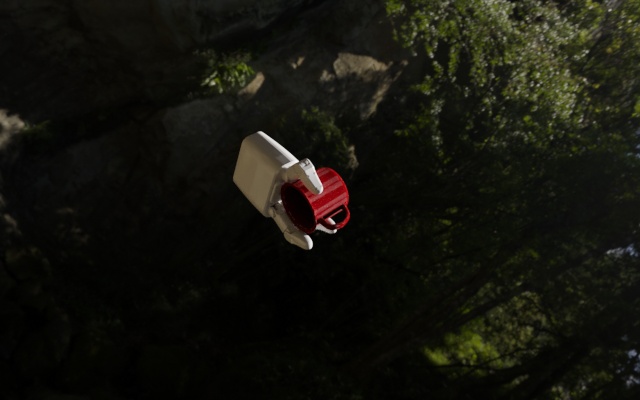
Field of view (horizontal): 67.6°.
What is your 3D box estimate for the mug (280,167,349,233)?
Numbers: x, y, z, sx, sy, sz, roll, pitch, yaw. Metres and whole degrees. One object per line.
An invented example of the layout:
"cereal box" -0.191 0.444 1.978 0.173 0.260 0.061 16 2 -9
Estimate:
"mug" 0.001 0.003 0.798 0.081 0.093 0.117 -30 57 -29
